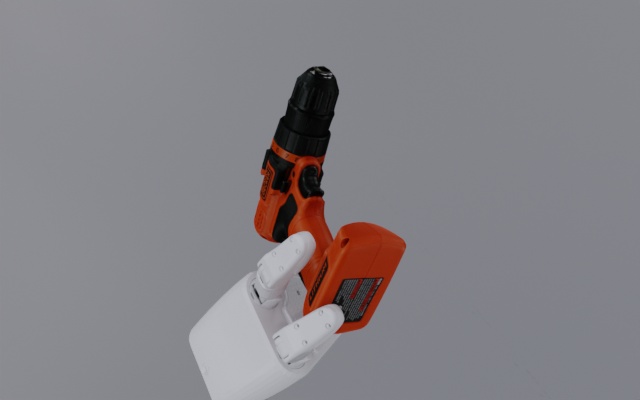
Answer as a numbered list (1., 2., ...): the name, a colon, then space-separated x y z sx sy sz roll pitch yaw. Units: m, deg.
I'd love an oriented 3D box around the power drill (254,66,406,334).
1. power drill: 0.000 0.002 0.407 0.057 0.184 0.187 1 36 -24
